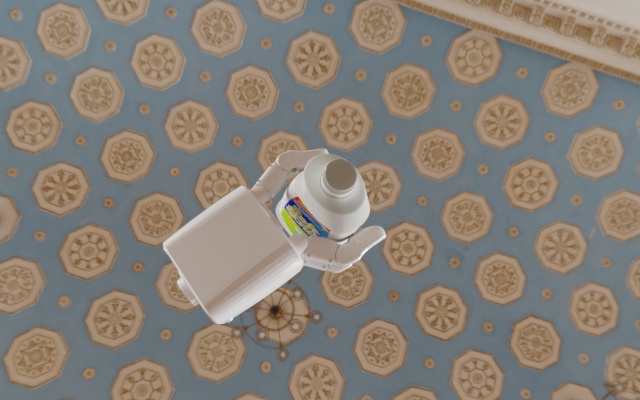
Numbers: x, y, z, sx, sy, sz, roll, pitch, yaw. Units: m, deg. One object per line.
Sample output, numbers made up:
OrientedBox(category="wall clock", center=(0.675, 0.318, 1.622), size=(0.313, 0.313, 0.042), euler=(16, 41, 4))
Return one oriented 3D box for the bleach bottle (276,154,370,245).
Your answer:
OrientedBox(category="bleach bottle", center=(0.000, 0.002, 0.526), size=(0.068, 0.102, 0.251), euler=(-36, -8, -13))
